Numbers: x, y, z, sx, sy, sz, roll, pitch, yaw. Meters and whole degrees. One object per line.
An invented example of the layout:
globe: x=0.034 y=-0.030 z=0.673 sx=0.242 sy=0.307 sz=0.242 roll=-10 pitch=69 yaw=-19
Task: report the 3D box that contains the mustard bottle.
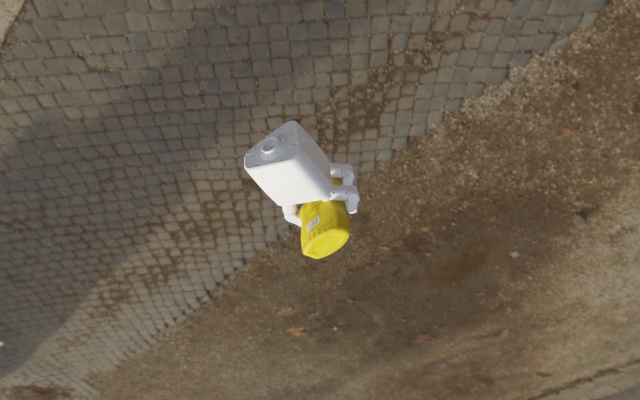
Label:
mustard bottle: x=0.000 y=0.003 z=0.862 sx=0.058 sy=0.191 sz=0.096 roll=23 pitch=-49 yaw=-32
